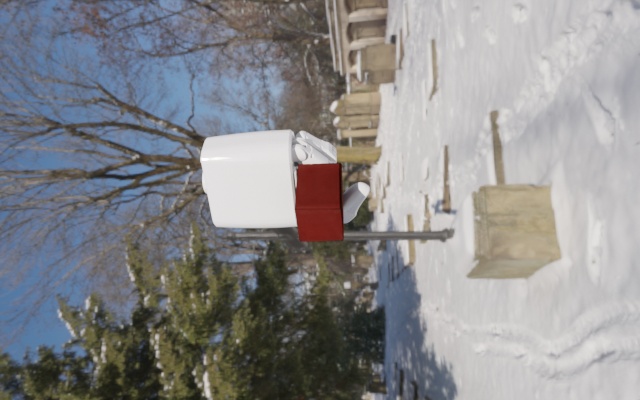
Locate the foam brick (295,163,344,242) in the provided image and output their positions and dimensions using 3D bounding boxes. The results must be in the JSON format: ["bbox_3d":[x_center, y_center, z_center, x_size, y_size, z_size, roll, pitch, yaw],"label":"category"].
[{"bbox_3d":[0.000,0.002,0.540,0.051,0.053,0.078,-2,43,3],"label":"foam brick"}]
